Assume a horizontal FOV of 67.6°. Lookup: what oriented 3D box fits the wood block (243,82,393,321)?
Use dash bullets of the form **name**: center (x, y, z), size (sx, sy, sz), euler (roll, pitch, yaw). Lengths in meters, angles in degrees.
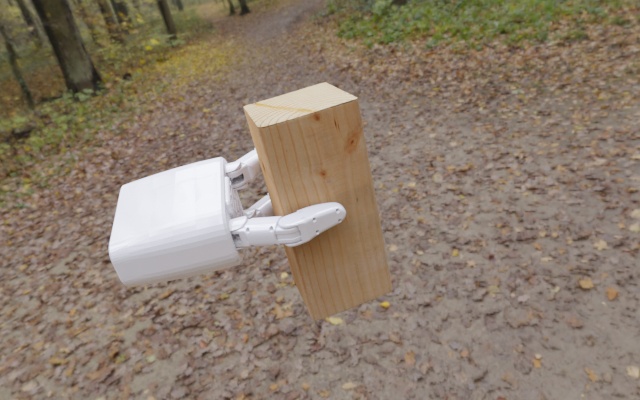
- **wood block**: center (0.000, 0.002, 0.476), size (0.090, 0.206, 0.090), euler (-19, 27, -10)
